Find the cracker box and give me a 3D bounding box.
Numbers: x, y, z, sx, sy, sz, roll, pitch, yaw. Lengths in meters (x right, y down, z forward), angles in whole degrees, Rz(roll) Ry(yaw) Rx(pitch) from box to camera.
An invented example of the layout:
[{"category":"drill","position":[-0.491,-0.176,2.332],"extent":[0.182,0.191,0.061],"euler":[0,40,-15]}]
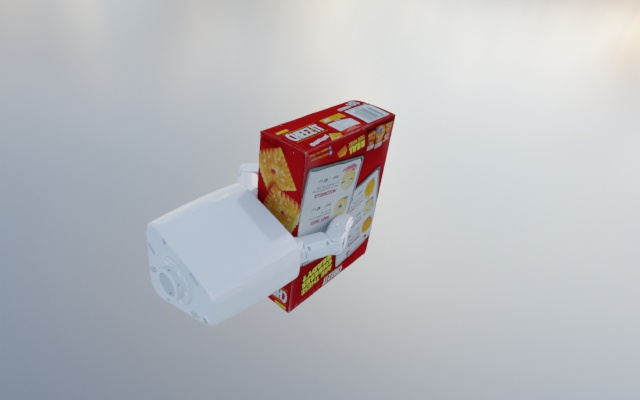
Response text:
[{"category":"cracker box","position":[0.000,0.002,0.570],"extent":[0.072,0.214,0.164],"euler":[29,39,29]}]
